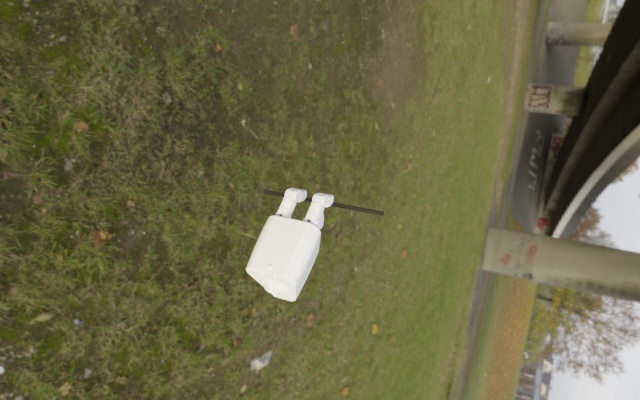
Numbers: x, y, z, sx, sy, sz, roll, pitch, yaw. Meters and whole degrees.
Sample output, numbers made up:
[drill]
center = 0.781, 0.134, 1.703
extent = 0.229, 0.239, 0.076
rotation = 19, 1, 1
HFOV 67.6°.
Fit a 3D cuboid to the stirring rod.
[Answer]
[stirring rod]
center = 0.000, 0.003, 0.880
extent = 0.239, 0.011, 0.011
rotation = 10, 4, 22
